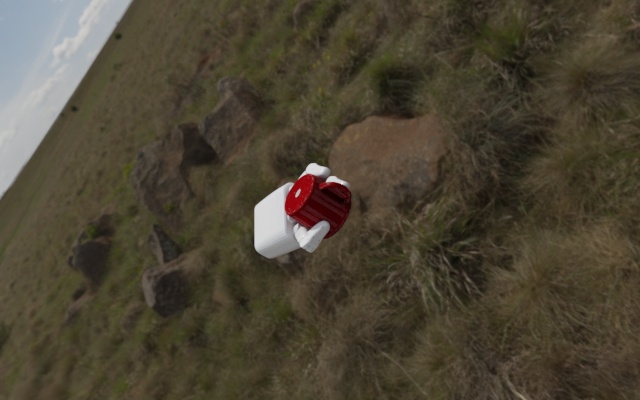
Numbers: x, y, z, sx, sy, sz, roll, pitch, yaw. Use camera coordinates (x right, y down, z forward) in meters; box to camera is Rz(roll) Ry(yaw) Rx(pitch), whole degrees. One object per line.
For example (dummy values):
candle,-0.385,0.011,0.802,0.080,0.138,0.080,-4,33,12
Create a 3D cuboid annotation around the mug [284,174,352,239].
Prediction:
mug,0.001,0.002,0.807,0.081,0.093,0.117,32,-41,-27
